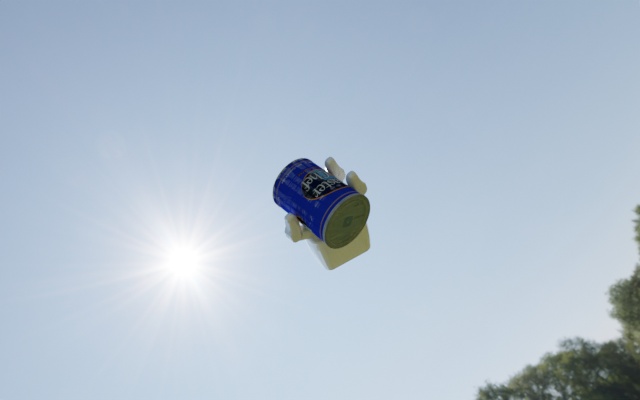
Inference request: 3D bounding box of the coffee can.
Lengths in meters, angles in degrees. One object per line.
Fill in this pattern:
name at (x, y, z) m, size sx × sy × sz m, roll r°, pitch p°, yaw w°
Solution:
coffee can at (0.000, 0.003, 0.818) m, size 0.103 × 0.103 × 0.140 m, roll 0°, pitch 29°, yaw -48°
